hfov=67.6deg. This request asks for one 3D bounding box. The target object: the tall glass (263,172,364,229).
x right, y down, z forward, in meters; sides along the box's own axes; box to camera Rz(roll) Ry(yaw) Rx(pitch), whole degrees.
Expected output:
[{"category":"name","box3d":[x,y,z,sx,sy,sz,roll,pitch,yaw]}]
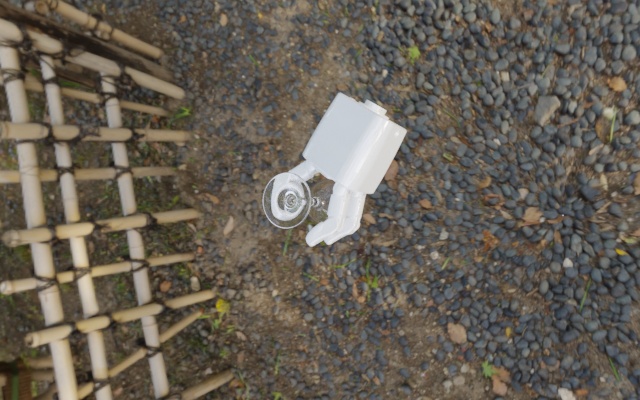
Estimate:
[{"category":"tall glass","box3d":[0.000,0.002,0.715,0.079,0.079,0.201,0,-2,27]}]
